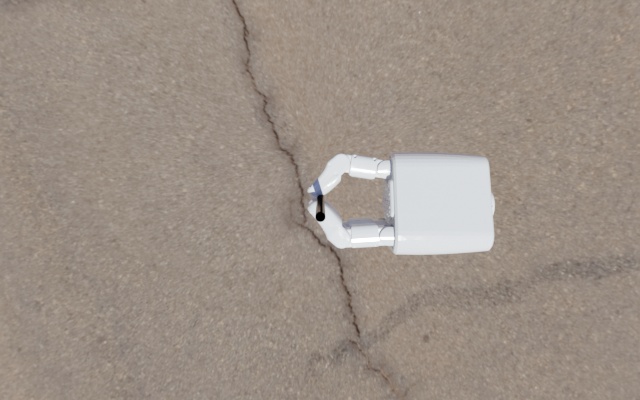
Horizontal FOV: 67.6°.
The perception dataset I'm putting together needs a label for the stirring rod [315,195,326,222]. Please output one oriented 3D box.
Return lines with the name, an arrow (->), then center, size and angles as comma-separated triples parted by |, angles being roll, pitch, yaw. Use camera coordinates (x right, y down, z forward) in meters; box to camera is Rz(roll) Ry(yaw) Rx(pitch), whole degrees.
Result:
stirring rod -> 0.000, 0.002, 0.487 | 0.011, 0.011, 0.239 | 0, 5, 0
